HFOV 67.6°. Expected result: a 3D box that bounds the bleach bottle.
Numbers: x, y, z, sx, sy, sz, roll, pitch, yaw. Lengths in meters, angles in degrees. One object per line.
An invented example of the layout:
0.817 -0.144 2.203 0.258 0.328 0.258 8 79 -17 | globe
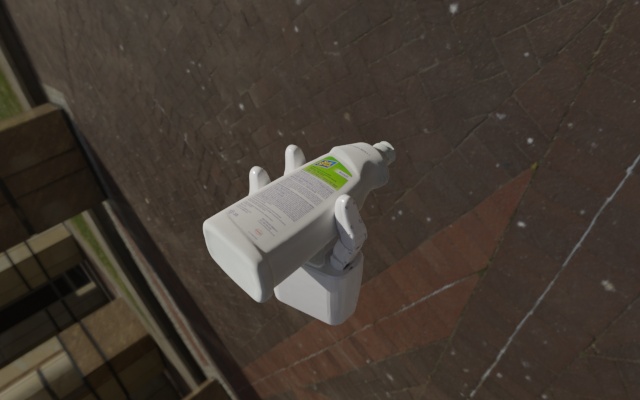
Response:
0.000 0.002 0.536 0.250 0.068 0.102 -33 53 -30 | bleach bottle
